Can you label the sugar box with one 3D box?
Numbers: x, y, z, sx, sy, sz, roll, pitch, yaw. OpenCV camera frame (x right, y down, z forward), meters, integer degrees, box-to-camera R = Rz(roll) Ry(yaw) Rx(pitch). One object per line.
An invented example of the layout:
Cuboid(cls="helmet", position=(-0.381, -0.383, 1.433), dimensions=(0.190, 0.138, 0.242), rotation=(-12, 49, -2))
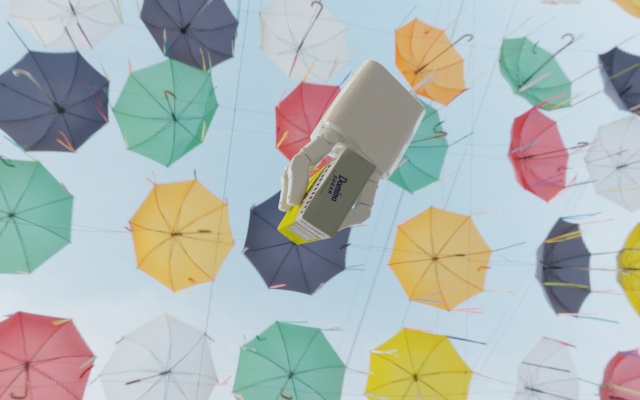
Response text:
Cuboid(cls="sugar box", position=(0.000, 0.001, 0.570), dimensions=(0.048, 0.093, 0.176), rotation=(34, -14, -4))
